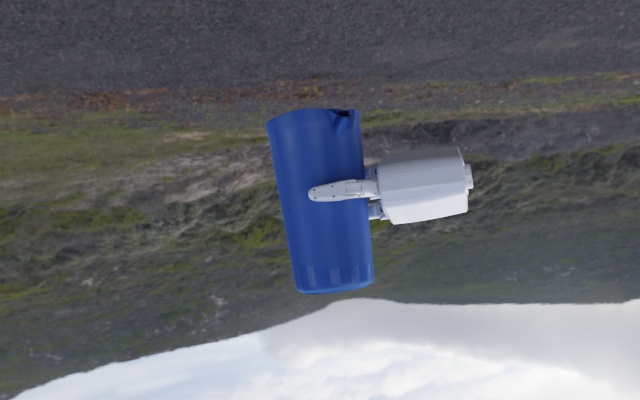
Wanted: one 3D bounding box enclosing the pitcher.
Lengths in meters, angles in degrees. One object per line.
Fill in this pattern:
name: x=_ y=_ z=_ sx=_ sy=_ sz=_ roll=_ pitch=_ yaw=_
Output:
pitcher: x=0.000 y=0.002 z=0.669 sx=0.145 sy=0.243 sz=0.149 roll=-9 pitch=-5 yaw=14
